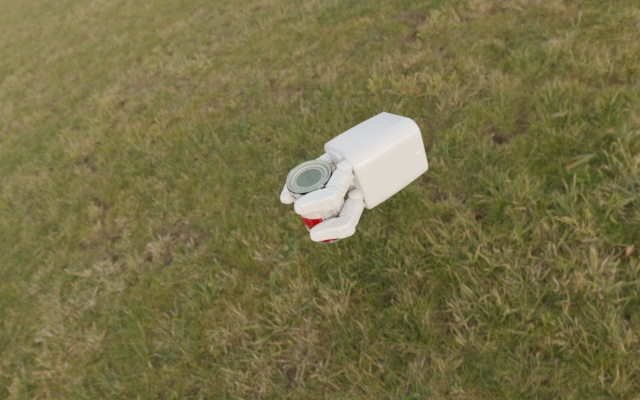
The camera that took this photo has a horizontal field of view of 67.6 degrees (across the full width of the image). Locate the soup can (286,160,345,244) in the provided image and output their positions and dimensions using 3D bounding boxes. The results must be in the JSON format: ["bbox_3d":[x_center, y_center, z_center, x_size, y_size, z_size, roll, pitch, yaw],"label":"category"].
[{"bbox_3d":[0.000,0.002,0.668,0.068,0.068,0.102,0,-44,26],"label":"soup can"}]
